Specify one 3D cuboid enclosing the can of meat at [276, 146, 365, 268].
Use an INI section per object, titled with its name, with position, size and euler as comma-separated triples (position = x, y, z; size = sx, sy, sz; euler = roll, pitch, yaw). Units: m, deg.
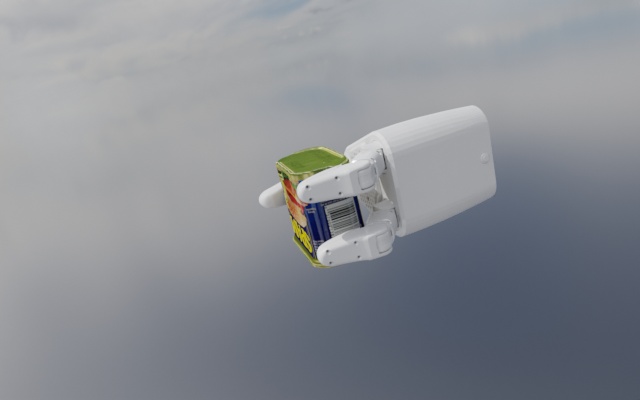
[can of meat]
position = 0.000, 0.001, 0.433
size = 0.057, 0.084, 0.102
euler = -18, 18, -12
